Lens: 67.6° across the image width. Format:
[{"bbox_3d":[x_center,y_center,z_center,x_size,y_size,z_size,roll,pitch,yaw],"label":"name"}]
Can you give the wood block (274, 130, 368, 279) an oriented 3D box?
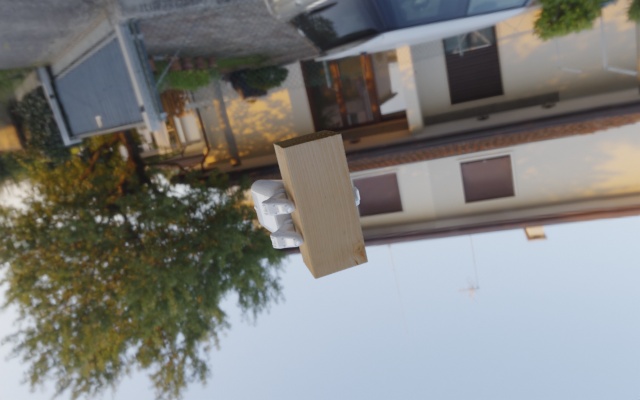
[{"bbox_3d":[0.000,0.002,0.749,0.091,0.206,0.090,-17,15,-12],"label":"wood block"}]
